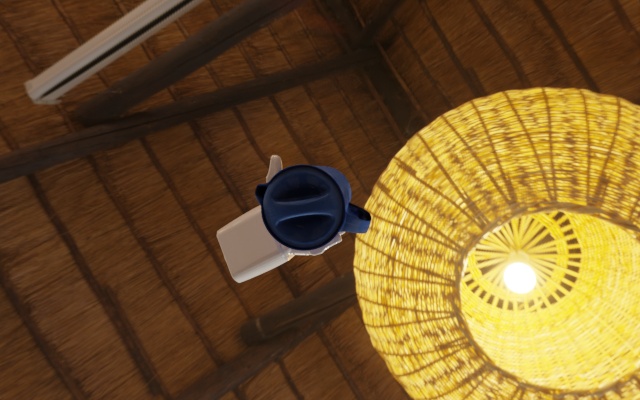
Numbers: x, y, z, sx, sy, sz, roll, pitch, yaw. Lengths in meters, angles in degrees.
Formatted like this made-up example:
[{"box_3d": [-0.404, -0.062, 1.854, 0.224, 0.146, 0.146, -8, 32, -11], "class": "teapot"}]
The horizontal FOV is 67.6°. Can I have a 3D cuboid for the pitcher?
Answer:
[{"box_3d": [0.000, 0.003, 0.839, 0.145, 0.149, 0.243, -28, 2, 12], "class": "pitcher"}]
